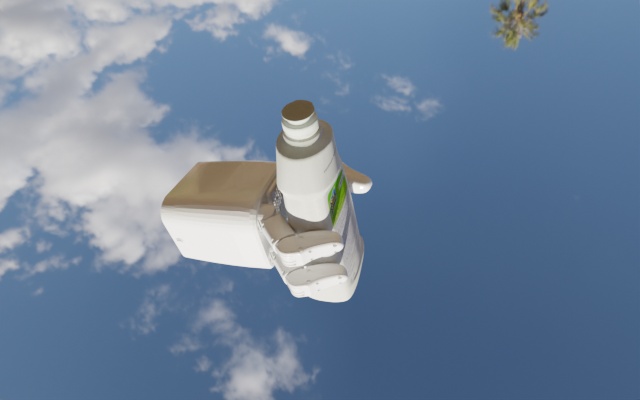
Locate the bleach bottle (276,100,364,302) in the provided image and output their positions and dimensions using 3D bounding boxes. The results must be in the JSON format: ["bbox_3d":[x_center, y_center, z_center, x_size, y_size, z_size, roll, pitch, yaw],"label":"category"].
[{"bbox_3d":[0.000,0.002,0.492,0.068,0.102,0.251,4,-40,14],"label":"bleach bottle"}]
